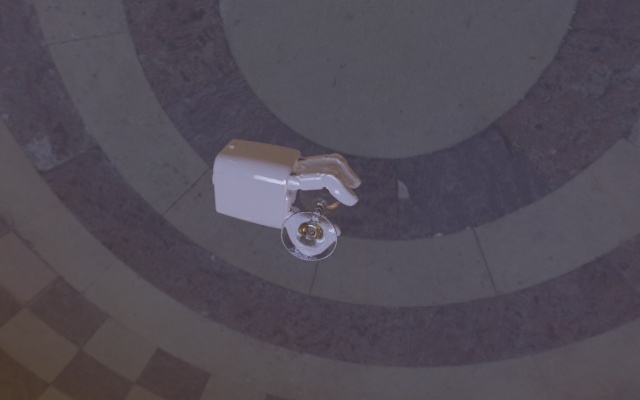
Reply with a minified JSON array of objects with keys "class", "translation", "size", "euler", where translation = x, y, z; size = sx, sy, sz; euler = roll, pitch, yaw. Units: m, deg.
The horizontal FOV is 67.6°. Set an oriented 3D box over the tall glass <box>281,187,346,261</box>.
[{"class":"tall glass","translation":[0.000,0.003,0.700],"size":[0.079,0.079,0.201],"euler":[0,26,10]}]
